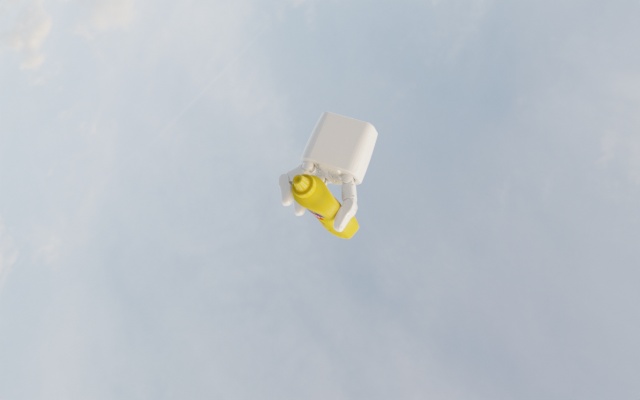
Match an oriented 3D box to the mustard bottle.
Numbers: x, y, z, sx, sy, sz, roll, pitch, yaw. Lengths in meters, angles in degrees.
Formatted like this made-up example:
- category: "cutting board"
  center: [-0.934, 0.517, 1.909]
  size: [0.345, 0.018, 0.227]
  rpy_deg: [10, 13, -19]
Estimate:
- category: "mustard bottle"
  center: [0.000, 0.003, 0.862]
  size: [0.096, 0.058, 0.192]
  rpy_deg: [40, -3, 34]
